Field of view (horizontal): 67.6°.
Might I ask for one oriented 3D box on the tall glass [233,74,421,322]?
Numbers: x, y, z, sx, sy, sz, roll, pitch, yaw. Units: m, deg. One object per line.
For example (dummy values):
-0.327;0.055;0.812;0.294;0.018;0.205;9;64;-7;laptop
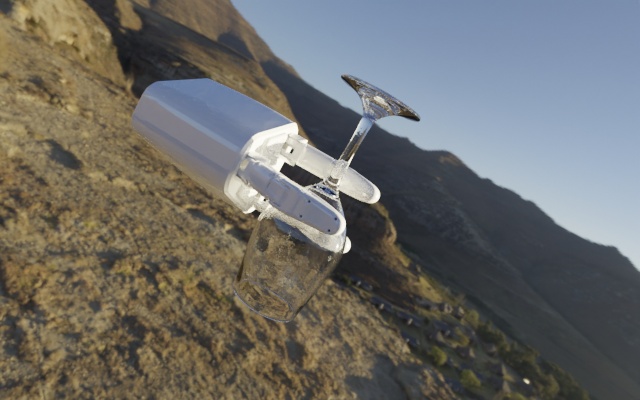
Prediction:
0.001;0.001;0.402;0.079;0.201;0.079;29;7;-4;tall glass
